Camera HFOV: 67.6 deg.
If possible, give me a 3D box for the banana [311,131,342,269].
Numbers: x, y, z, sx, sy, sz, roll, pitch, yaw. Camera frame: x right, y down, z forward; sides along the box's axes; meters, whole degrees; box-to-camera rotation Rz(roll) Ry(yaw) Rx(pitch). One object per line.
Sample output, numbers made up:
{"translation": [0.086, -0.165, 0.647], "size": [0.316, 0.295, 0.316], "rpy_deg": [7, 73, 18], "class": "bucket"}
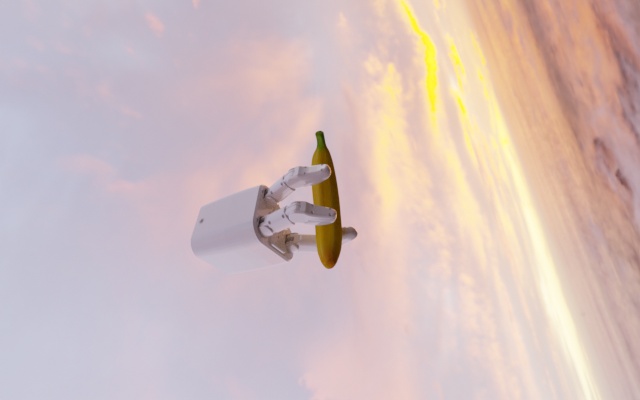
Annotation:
{"translation": [0.005, 0.005, 0.662], "size": [0.037, 0.197, 0.070], "rpy_deg": [-12, -23, 14], "class": "banana"}
